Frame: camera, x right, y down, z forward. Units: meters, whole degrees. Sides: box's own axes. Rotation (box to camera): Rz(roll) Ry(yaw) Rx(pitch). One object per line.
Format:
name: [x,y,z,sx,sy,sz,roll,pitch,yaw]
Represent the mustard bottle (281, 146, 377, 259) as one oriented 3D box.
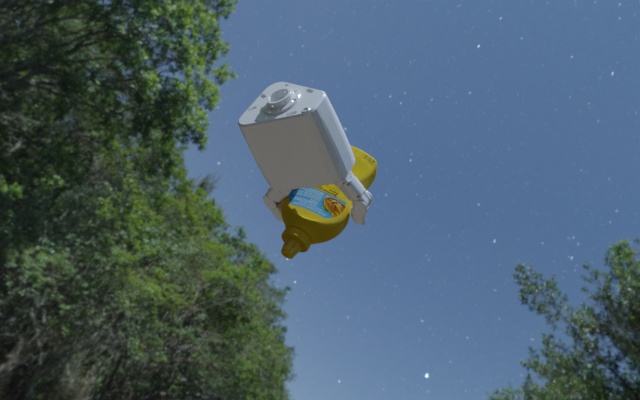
mustard bottle: [0.000,0.002,0.670,0.096,0.191,0.058,23,-33,17]
